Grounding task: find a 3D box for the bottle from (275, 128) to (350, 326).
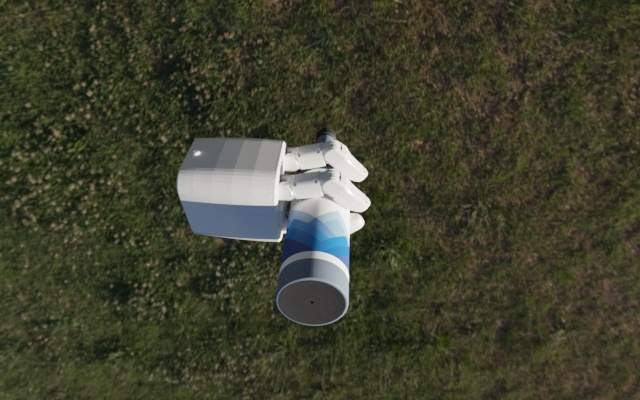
[{"bbox_3d":[0.000,0.002,0.545,0.069,0.069,0.295,0,38,4],"label":"bottle"}]
